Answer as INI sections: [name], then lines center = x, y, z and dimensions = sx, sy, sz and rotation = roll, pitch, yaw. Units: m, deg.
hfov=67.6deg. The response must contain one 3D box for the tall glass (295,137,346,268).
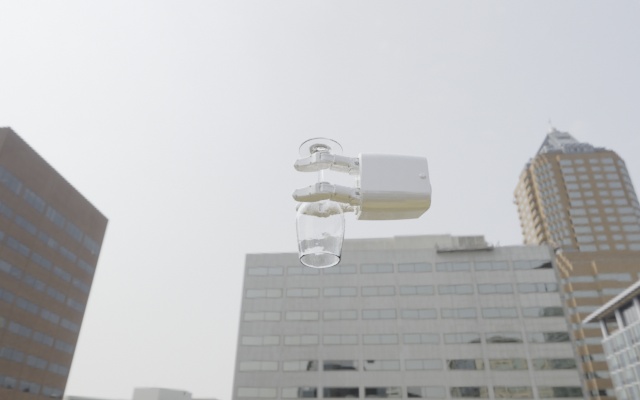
[tall glass]
center = 0.000, 0.002, 0.757
dimensions = 0.079, 0.201, 0.079
rotation = 1, -29, 0
